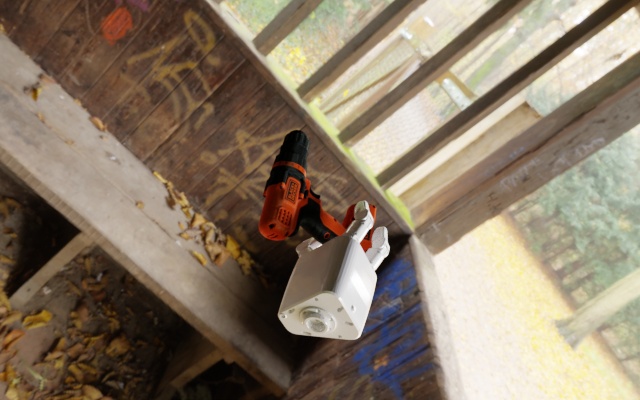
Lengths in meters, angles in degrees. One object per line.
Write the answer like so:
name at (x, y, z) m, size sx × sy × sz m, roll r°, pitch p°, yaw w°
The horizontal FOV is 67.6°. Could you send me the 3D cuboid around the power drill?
power drill at (0.000, 0.003, 0.733) m, size 0.188 × 0.184 × 0.057 m, roll 30°, pitch -33°, yaw -28°
